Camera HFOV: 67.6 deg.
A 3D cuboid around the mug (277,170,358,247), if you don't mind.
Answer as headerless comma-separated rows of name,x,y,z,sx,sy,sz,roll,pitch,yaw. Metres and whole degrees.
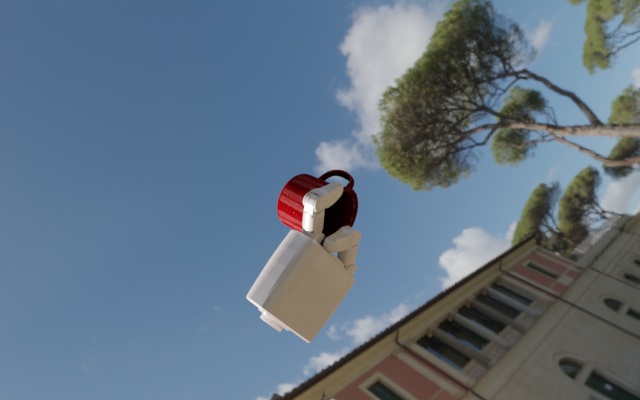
mug,0.001,0.001,0.677,0.081,0.117,0.093,25,-19,35
